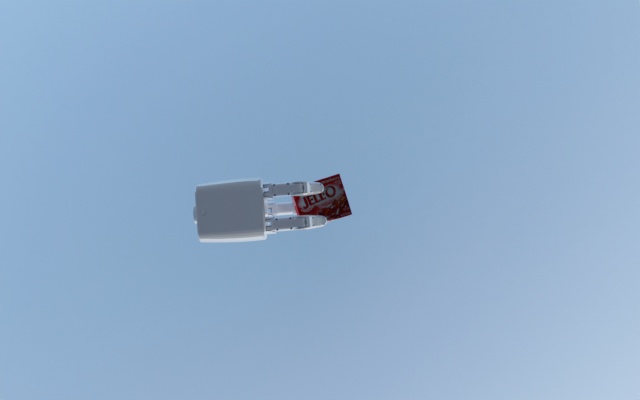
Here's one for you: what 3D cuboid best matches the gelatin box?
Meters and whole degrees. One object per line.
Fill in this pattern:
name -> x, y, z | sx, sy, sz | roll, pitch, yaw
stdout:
gelatin box -> 0.000, 0.003, 0.803 | 0.089, 0.073, 0.030 | -17, -1, -10
